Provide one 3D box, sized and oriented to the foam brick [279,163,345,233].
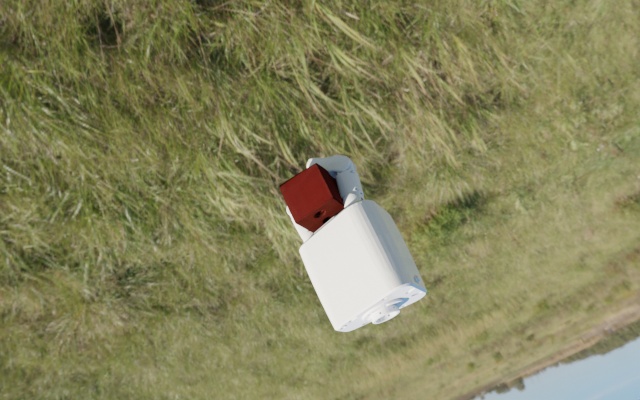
[{"bbox_3d":[0.000,0.002,0.550,0.053,0.051,0.078,-32,-29,15],"label":"foam brick"}]
